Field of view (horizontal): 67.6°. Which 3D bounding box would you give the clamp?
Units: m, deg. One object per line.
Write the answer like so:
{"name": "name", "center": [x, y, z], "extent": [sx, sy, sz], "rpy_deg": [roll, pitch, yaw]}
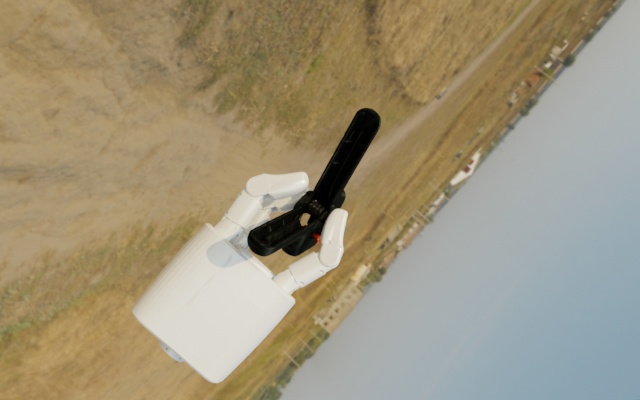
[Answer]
{"name": "clamp", "center": [0.001, 0.002, 0.490], "extent": [0.036, 0.164, 0.210], "rpy_deg": [39, -10, 10]}
